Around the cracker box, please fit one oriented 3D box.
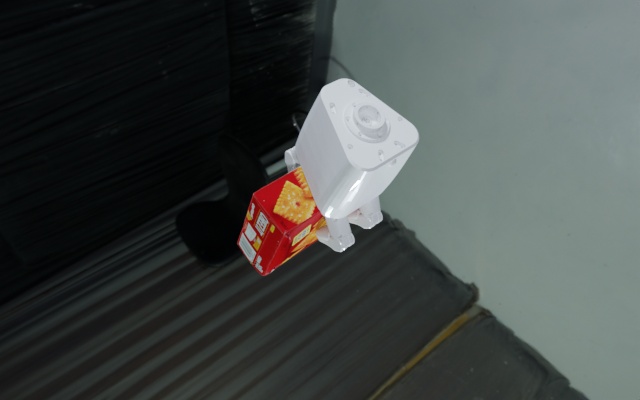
[{"bbox_3d":[0.000,0.002,0.651,0.213,0.072,0.164,-31,-14,-28],"label":"cracker box"}]
